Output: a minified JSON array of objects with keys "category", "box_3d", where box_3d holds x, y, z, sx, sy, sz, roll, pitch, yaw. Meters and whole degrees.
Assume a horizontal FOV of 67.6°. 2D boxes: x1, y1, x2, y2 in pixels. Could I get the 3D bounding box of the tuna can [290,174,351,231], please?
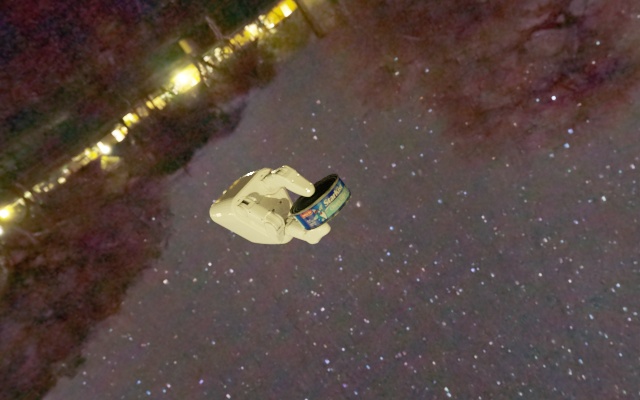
[{"category":"tuna can","box_3d":[0.000,0.003,0.669,0.086,0.034,0.086,-36,15,12]}]
